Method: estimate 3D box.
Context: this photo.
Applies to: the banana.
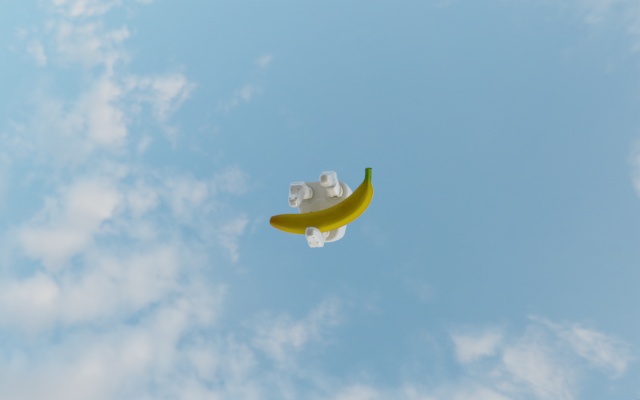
[{"bbox_3d":[0.012,0.018,0.798,0.198,0.069,0.037,-27,0,12],"label":"banana"}]
